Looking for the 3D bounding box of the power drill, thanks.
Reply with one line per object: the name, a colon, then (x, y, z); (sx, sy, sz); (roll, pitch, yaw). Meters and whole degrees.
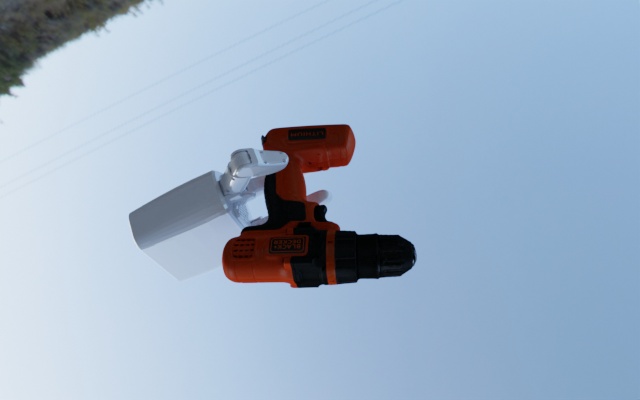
power drill: (0.000, 0.001, 0.496); (0.184, 0.187, 0.057); (-1, -40, 5)
